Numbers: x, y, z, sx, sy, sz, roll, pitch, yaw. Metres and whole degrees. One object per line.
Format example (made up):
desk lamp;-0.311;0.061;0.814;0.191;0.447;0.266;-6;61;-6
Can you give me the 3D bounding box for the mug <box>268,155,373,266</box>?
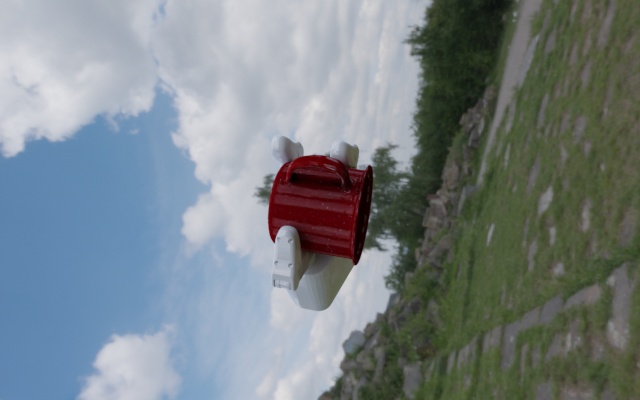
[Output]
mug;0.000;0.001;0.434;0.081;0.093;0.117;8;-33;12
